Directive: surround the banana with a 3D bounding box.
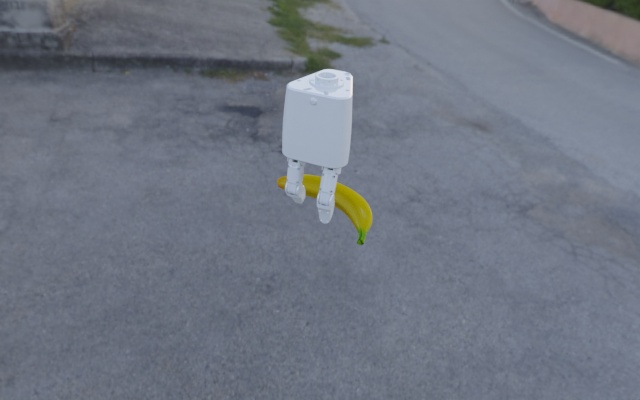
[{"bbox_3d":[0.016,-0.003,0.769,0.069,0.037,0.197,-29,48,-35],"label":"banana"}]
